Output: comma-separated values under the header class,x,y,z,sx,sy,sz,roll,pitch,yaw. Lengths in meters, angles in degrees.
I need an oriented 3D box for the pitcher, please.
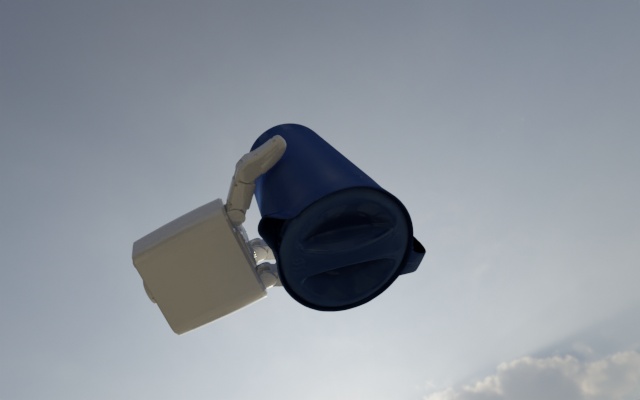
class,x,y,z,sx,sy,sz,roll,pitch,yaw
pitcher,0.000,0.002,0.535,0.145,0.149,0.242,-28,31,-4
